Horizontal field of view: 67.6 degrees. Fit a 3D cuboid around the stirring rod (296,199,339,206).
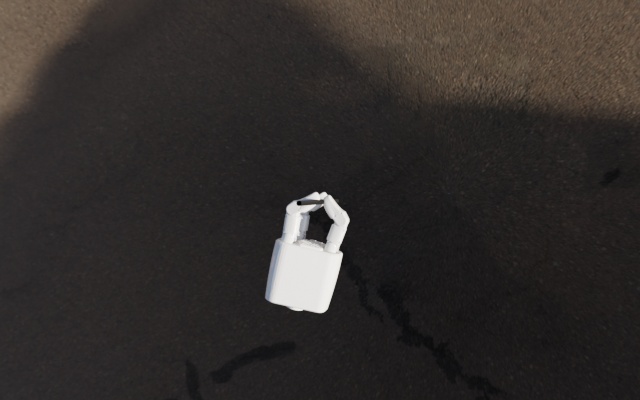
[{"bbox_3d":[0.000,0.003,0.801,0.011,0.011,0.239,0,1,15],"label":"stirring rod"}]
